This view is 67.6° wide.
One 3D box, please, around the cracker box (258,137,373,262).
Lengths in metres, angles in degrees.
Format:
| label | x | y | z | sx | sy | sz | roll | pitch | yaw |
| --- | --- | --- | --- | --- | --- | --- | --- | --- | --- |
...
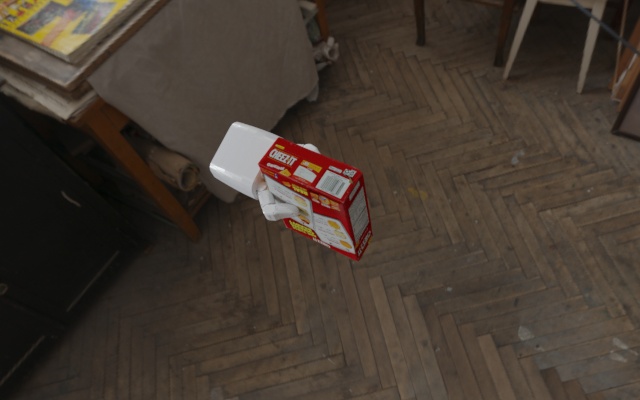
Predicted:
| label | x | y | z | sx | sy | sz | roll | pitch | yaw |
| --- | --- | --- | --- | --- | --- | --- | --- | --- | --- |
| cracker box | 0.000 | 0.003 | 0.824 | 0.164 | 0.072 | 0.214 | 24 | -23 | 23 |
